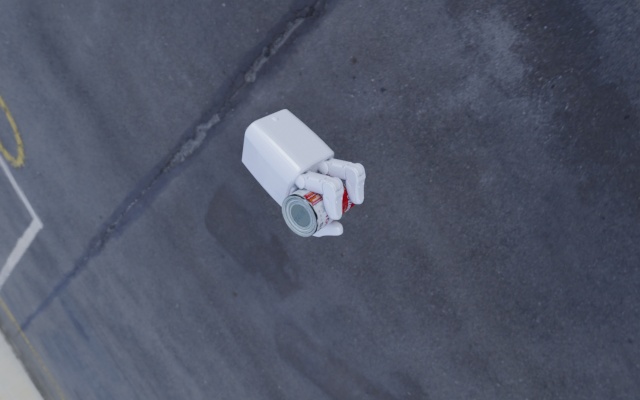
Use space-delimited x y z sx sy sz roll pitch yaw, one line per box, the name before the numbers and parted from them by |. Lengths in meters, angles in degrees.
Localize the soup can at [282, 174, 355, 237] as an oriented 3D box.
soup can | 0.000 0.003 0.709 0.068 0.068 0.102 0 23 42
